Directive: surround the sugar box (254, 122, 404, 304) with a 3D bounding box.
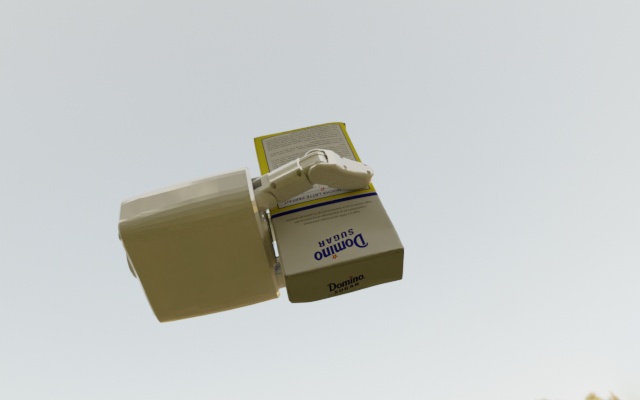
[{"bbox_3d":[0.000,0.002,0.418,0.093,0.048,0.176,-12,46,-6],"label":"sugar box"}]
